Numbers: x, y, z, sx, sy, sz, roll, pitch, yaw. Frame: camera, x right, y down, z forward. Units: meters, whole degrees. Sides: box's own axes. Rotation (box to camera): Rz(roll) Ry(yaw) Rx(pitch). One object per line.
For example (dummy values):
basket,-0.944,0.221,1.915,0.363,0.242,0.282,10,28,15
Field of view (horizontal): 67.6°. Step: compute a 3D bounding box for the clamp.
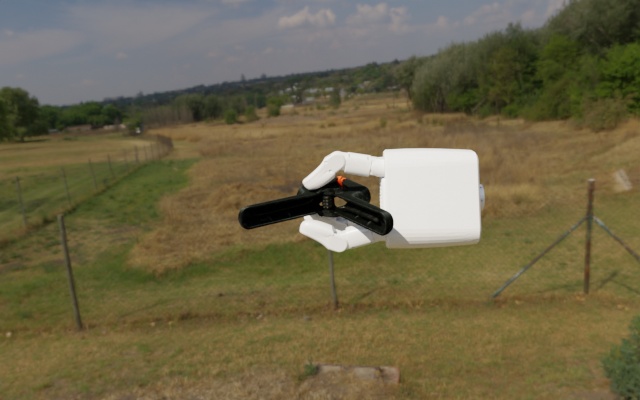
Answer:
clamp,0.000,0.001,0.580,0.164,0.036,0.210,1,13,5
